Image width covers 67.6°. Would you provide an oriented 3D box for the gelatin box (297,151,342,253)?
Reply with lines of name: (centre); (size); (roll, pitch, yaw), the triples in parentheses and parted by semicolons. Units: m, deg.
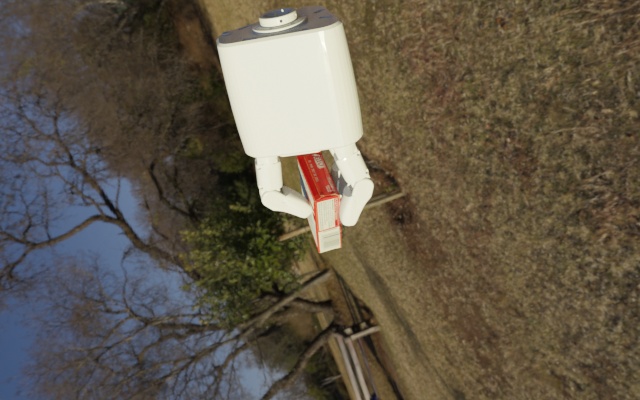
gelatin box: (0.000, 0.002, 0.530); (0.030, 0.089, 0.073); (-13, 47, -8)
